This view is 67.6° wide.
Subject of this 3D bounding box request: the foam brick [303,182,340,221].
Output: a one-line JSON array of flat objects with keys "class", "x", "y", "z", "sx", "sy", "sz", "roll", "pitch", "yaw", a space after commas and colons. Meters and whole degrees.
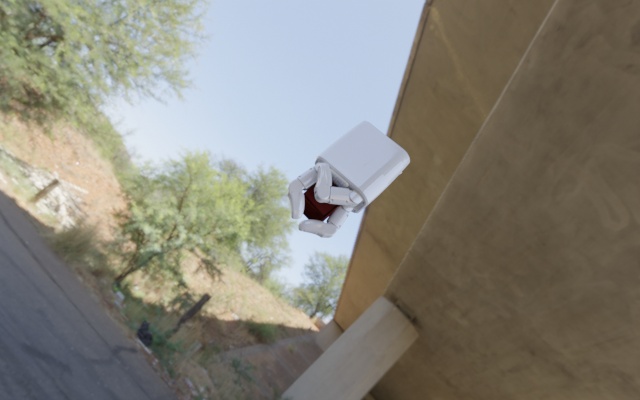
[{"class": "foam brick", "x": 0.000, "y": 0.003, "z": 0.778, "sx": 0.051, "sy": 0.053, "sz": 0.078, "roll": -42, "pitch": -3, "yaw": -17}]
